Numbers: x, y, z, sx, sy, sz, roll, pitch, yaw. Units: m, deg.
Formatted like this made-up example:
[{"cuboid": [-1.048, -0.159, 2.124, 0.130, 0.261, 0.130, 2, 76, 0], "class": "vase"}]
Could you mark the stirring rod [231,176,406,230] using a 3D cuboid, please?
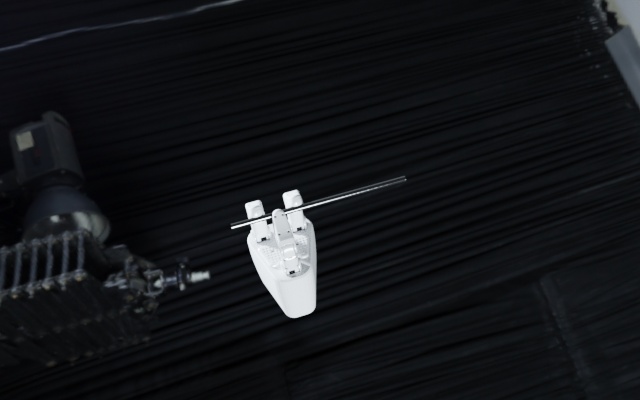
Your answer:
[{"cuboid": [0.000, 0.002, 0.632, 0.239, 0.011, 0.011, -15, 2, -8], "class": "stirring rod"}]
